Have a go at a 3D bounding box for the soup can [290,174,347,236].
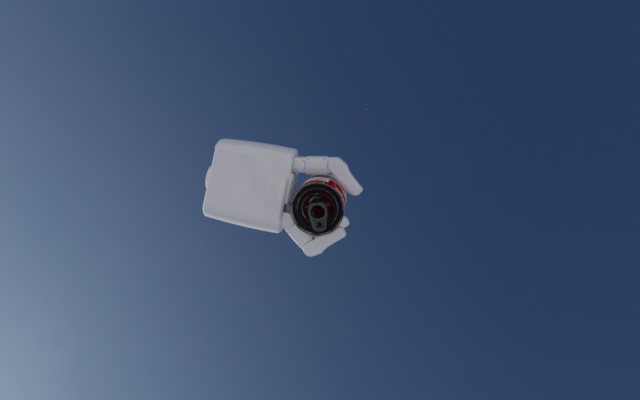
[{"bbox_3d":[0.001,0.002,0.639,0.068,0.068,0.102,0,11,5],"label":"soup can"}]
